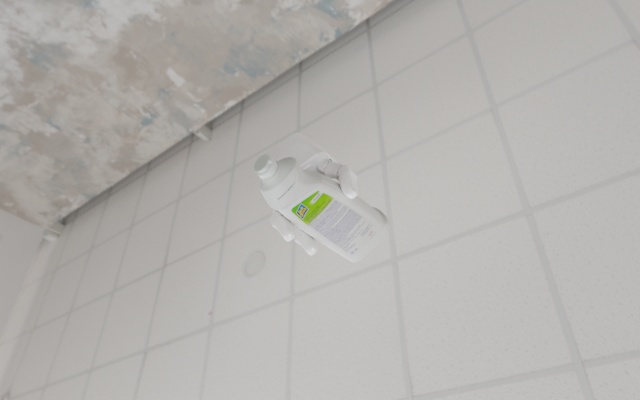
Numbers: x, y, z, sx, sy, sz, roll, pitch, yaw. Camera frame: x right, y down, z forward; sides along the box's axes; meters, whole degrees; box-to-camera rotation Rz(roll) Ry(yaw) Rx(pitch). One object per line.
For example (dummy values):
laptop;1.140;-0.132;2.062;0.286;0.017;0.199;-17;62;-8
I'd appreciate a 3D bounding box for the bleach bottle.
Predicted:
bleach bottle;0.000;0.003;0.733;0.251;0.102;0.068;38;5;-39
